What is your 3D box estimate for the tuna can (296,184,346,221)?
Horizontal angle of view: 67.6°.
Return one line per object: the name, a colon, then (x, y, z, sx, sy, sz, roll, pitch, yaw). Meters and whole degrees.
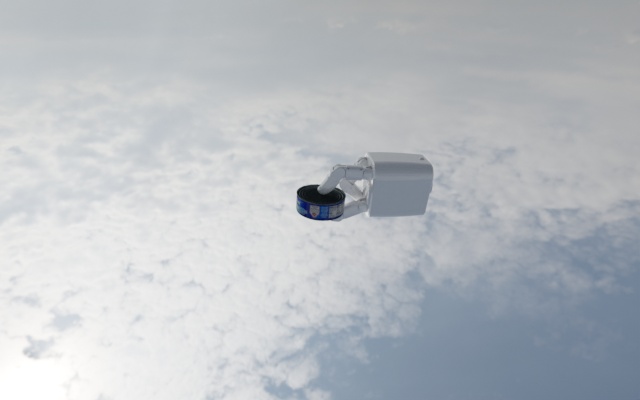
tuna can: (0.000, 0.003, 0.830, 0.086, 0.034, 0.086, 4, 24, -2)
